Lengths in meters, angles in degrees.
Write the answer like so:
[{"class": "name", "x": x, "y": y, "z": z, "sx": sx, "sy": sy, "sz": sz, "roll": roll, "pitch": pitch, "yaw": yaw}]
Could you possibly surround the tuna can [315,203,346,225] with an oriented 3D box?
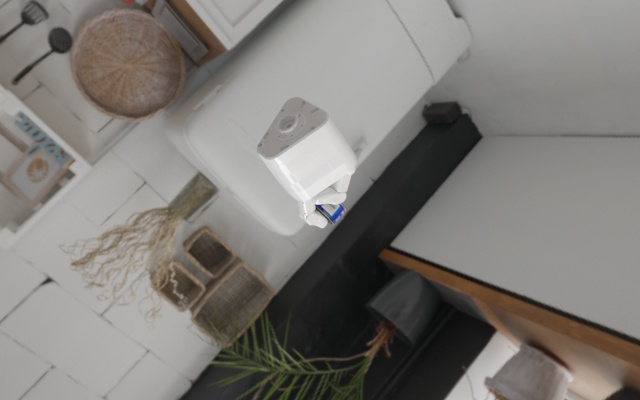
[{"class": "tuna can", "x": 0.000, "y": 0.003, "z": 0.810, "sx": 0.086, "sy": 0.033, "sz": 0.086, "roll": 38, "pitch": -8, "yaw": 6}]
